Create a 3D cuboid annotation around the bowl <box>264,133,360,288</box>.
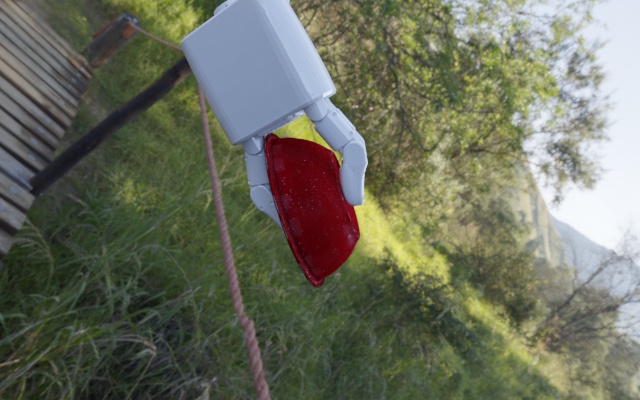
[{"bbox_3d":[0.001,0.003,0.476,0.055,0.162,0.162,-17,-3,8],"label":"bowl"}]
